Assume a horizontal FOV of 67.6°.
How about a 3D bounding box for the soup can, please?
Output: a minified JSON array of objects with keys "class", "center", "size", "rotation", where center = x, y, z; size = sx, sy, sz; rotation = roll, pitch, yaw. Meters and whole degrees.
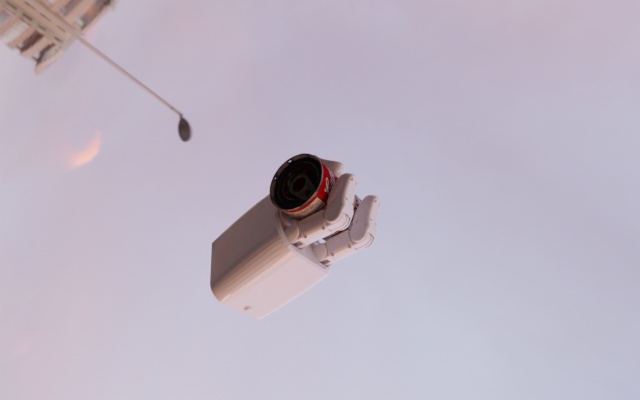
[{"class":"soup can","center":[0.001,0.002,0.538],"size":[0.068,0.068,0.102],"rotation":[0,-26,36]}]
